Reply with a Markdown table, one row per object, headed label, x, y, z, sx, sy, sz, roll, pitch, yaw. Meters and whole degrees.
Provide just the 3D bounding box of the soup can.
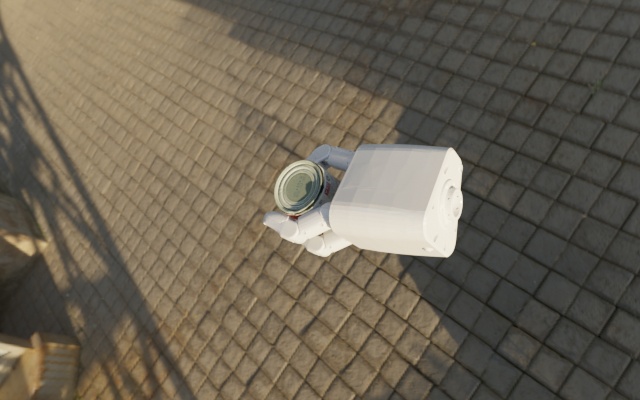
| label | x | y | z | sx | sy | sz | roll | pitch | yaw |
| --- | --- | --- | --- | --- | --- | --- | --- | --- | --- |
| soup can | 0.000 | 0.002 | 0.570 | 0.068 | 0.068 | 0.102 | 0 | -20 | 33 |
